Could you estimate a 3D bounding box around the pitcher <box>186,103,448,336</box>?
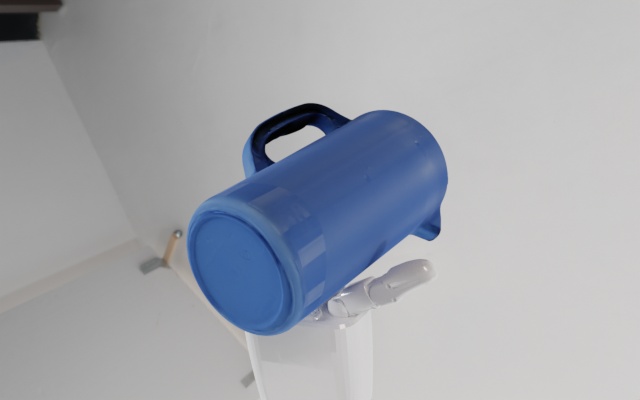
[{"bbox_3d":[0.000,0.002,0.420,0.149,0.145,0.242,9,24,33],"label":"pitcher"}]
